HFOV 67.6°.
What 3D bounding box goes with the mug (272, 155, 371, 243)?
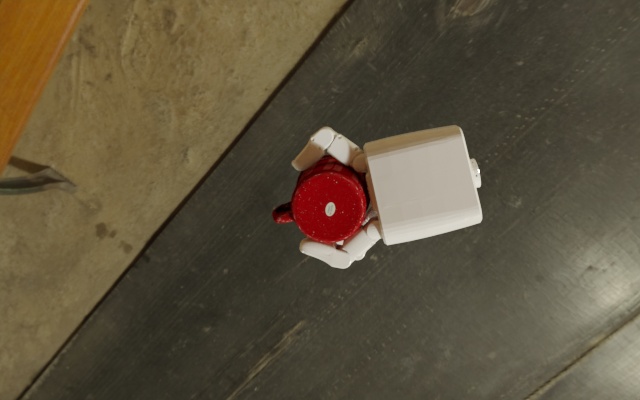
[{"bbox_3d":[-0.001,0.002,0.546,0.117,0.093,0.081,-14,11,9],"label":"mug"}]
